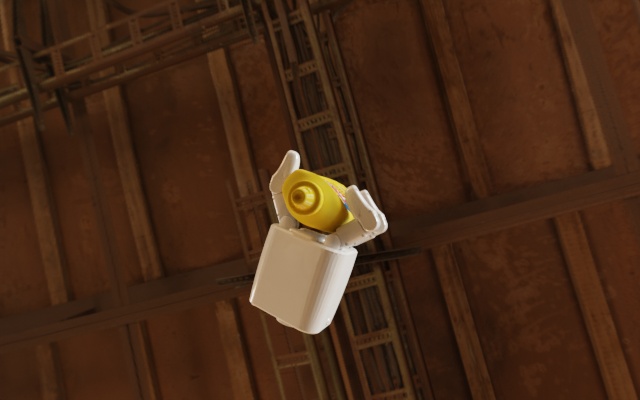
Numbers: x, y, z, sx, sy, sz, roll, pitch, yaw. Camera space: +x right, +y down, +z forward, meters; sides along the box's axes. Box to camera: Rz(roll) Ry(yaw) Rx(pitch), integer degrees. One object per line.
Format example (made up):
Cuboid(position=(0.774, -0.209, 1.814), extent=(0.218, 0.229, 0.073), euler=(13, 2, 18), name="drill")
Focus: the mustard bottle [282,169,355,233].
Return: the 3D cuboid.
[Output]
Cuboid(position=(0.000, 0.002, 0.612), extent=(0.096, 0.058, 0.191), euler=(44, 8, 13), name="mustard bottle")
